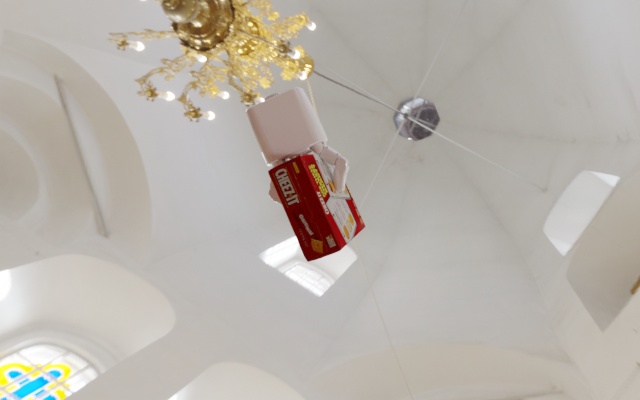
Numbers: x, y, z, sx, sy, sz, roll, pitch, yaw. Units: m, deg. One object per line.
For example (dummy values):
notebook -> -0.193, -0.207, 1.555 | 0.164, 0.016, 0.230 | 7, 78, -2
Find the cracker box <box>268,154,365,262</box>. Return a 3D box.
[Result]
cracker box -> 0.000, 0.003, 0.850 | 0.072, 0.164, 0.213 | -24, 0, 17
